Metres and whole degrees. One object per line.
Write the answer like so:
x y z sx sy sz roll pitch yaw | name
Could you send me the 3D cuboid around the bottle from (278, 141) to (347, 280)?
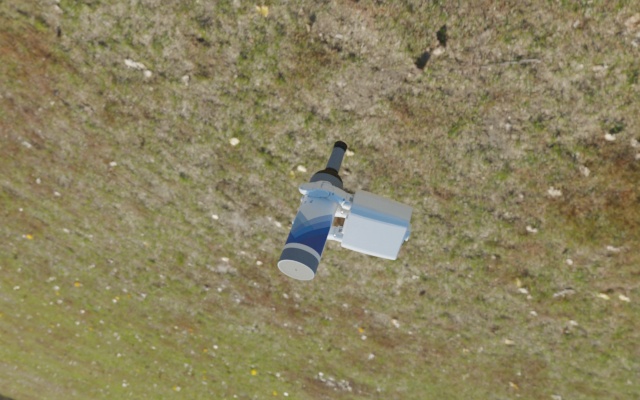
0.000 0.003 0.886 0.069 0.295 0.069 14 -34 9 | bottle
